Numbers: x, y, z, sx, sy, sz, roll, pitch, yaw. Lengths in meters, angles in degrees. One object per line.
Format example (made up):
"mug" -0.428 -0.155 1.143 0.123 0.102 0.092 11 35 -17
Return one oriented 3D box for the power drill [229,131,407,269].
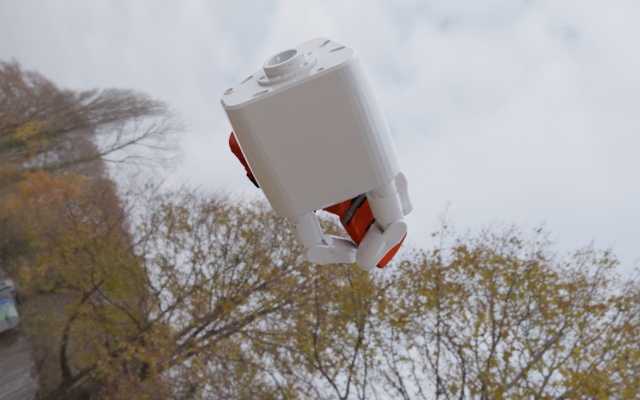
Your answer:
"power drill" 0.000 0.002 0.524 0.187 0.057 0.184 27 -14 33
